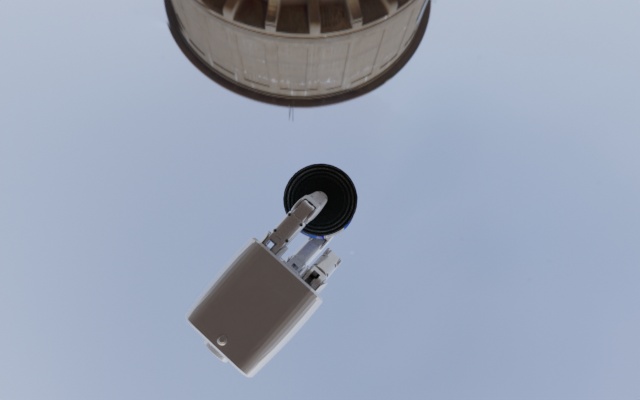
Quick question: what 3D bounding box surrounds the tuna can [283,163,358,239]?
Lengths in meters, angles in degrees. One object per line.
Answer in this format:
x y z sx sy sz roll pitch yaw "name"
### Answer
0.000 0.002 0.564 0.086 0.086 0.034 0 -12 1 "tuna can"
